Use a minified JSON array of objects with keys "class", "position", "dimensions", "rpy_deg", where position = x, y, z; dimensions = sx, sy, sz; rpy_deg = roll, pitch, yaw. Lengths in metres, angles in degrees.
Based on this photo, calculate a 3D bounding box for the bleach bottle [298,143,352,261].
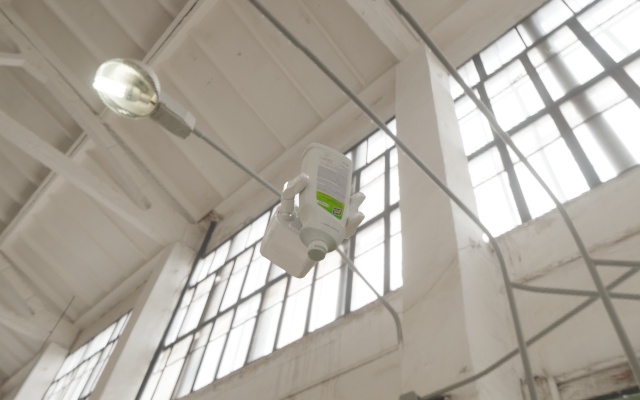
[{"class":"bleach bottle","position":[0.000,0.003,0.840],"dimensions":[0.102,0.068,0.250],"rpy_deg":[23,39,-11]}]
